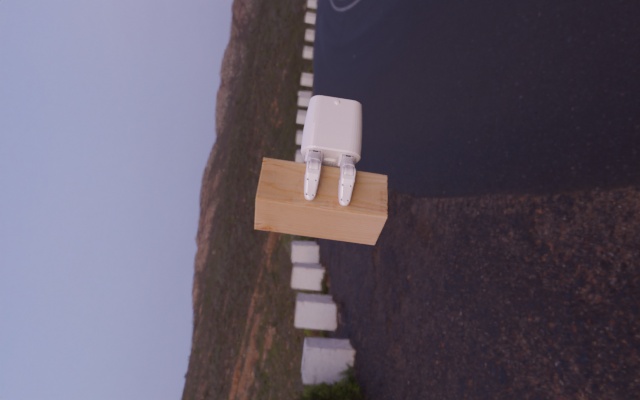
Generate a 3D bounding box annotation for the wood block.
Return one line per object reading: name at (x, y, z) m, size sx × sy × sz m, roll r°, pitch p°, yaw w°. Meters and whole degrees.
wood block at (0.000, 0.002, 0.793) m, size 0.206 × 0.090 × 0.091 m, roll 8°, pitch -35°, yaw -4°
